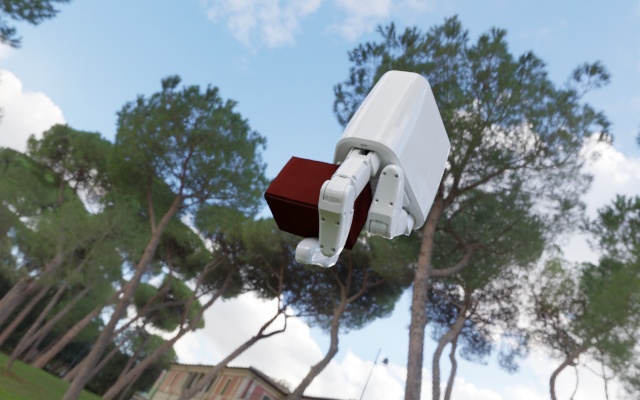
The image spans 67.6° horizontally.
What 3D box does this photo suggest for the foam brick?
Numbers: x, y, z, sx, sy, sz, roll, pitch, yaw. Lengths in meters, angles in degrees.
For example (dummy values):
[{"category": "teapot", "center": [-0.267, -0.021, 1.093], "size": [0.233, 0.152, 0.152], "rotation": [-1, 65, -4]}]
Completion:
[{"category": "foam brick", "center": [0.000, 0.001, 0.427], "size": [0.078, 0.051, 0.053], "rotation": [14, -35, 24]}]
